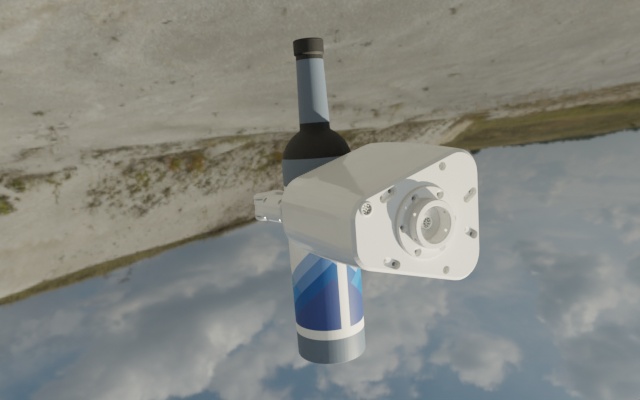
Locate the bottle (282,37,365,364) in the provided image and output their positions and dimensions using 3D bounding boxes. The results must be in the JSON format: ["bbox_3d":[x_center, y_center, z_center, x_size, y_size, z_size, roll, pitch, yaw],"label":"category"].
[{"bbox_3d":[0.000,0.002,0.450,0.069,0.296,0.069,-4,9,1],"label":"bottle"}]
